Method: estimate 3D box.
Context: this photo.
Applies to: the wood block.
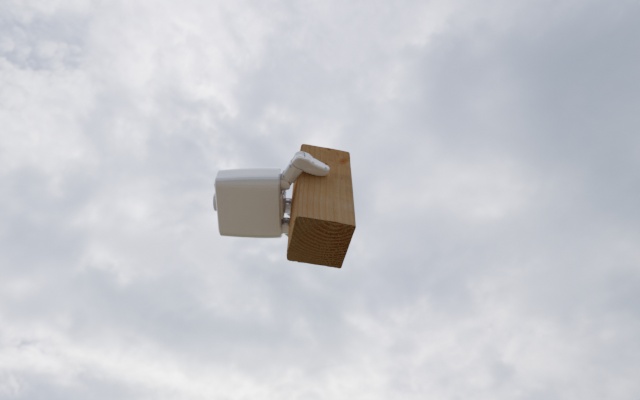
[{"bbox_3d":[0.000,0.002,0.785,0.090,0.091,0.206,10,37,-7],"label":"wood block"}]
